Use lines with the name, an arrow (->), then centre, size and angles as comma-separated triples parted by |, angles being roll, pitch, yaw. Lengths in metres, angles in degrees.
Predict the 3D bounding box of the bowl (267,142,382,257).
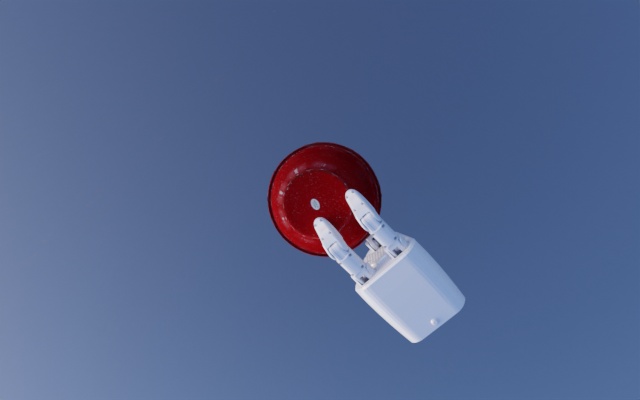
bowl -> -0.001, 0.001, 0.642 | 0.162, 0.162, 0.055 | 0, 6, 10
